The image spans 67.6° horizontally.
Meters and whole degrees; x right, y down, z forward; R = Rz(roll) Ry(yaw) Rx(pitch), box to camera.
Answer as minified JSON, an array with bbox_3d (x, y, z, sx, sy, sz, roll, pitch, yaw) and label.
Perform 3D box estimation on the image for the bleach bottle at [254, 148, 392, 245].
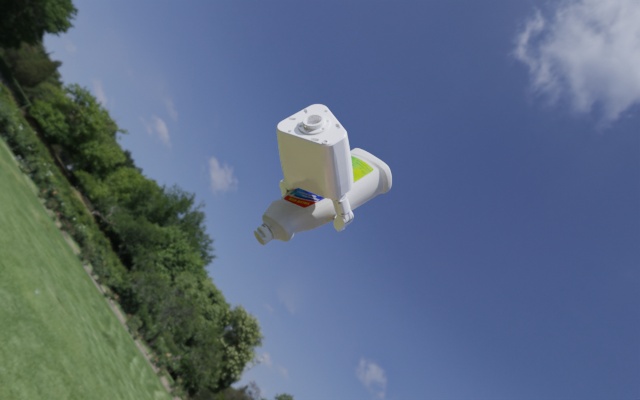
[{"bbox_3d":[0.000,0.003,0.826,0.250,0.068,0.102,-33,49,-24],"label":"bleach bottle"}]
